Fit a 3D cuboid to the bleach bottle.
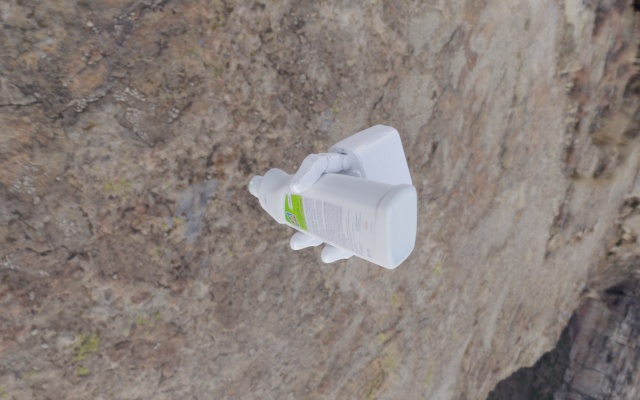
[{"bbox_3d":[0.000,0.002,0.622,0.251,0.103,0.068,19,37,36],"label":"bleach bottle"}]
